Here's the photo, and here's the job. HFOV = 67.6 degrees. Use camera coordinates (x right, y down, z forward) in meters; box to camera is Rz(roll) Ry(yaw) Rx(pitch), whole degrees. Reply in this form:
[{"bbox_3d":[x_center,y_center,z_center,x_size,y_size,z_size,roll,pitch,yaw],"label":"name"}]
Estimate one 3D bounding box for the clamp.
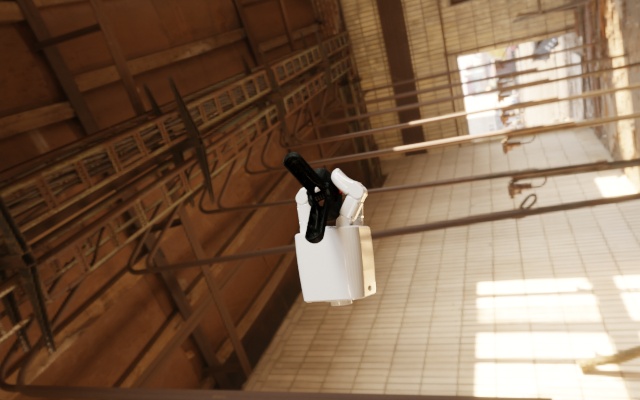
[{"bbox_3d":[0.000,0.002,0.674,0.039,0.120,0.171,-11,-8,21],"label":"clamp"}]
